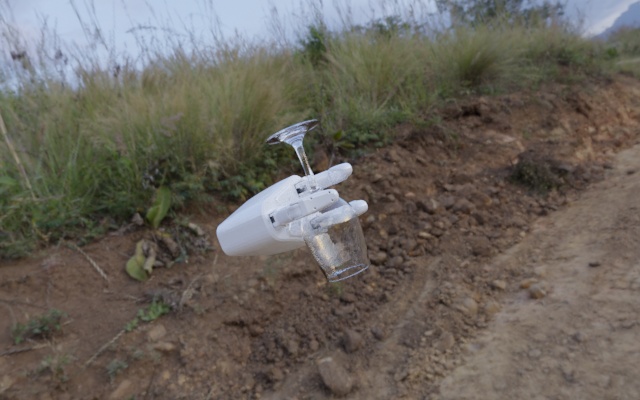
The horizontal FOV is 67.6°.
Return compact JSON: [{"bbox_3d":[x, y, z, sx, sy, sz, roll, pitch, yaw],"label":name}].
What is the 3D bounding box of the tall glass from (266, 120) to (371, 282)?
[{"bbox_3d":[0.000,0.001,0.624,0.079,0.201,0.079,-22,-1,0],"label":"tall glass"}]
